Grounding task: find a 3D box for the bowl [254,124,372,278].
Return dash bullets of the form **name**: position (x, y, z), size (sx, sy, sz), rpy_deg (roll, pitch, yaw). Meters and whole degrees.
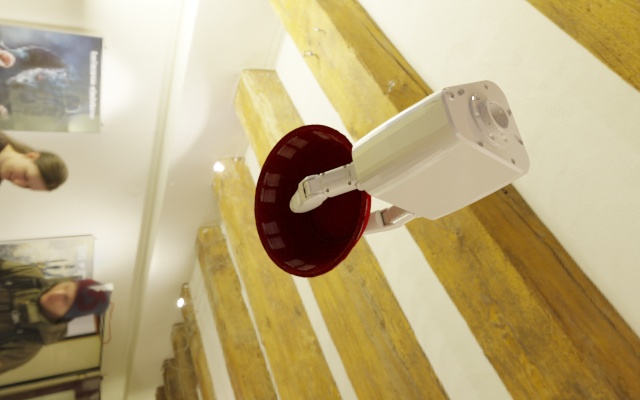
- **bowl**: position (-0.001, 0.002, 0.520), size (0.162, 0.162, 0.055), rpy_deg (0, -5, 41)
